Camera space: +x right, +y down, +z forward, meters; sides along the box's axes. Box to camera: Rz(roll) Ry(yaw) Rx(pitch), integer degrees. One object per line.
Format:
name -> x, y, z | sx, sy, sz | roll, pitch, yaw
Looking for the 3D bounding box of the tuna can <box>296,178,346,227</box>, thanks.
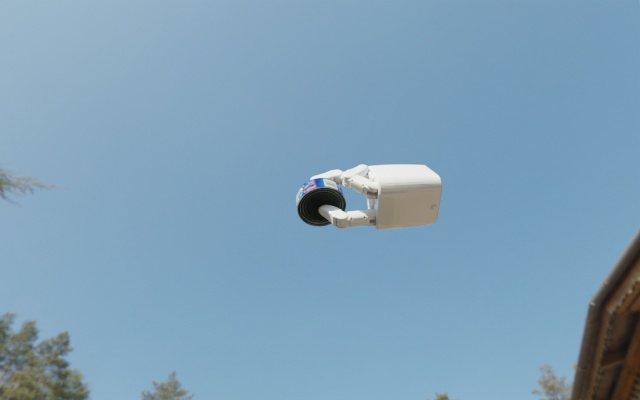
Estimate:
tuna can -> 0.000, 0.002, 0.839 | 0.086, 0.086, 0.033 | 0, 37, -11
